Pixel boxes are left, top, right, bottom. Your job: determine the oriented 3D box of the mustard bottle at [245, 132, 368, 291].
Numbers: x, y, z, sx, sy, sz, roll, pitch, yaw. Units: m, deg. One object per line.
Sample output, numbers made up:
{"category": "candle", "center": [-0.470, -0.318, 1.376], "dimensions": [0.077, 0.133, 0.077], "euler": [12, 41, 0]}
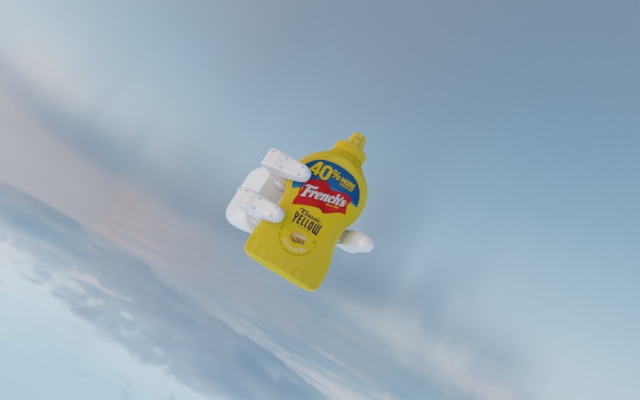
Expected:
{"category": "mustard bottle", "center": [0.000, 0.002, 0.557], "dimensions": [0.096, 0.191, 0.058], "euler": [31, -13, 3]}
